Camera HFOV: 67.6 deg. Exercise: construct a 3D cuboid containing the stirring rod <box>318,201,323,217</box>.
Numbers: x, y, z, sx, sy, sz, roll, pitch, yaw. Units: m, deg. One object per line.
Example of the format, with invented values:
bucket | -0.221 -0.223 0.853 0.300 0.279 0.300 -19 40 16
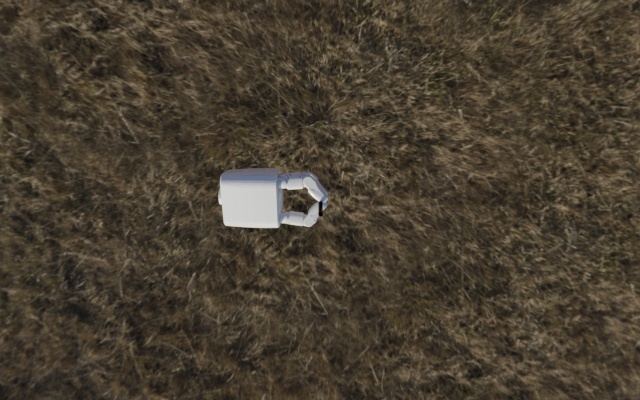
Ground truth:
stirring rod | 0.000 0.003 0.894 0.011 0.011 0.239 0 9 0
